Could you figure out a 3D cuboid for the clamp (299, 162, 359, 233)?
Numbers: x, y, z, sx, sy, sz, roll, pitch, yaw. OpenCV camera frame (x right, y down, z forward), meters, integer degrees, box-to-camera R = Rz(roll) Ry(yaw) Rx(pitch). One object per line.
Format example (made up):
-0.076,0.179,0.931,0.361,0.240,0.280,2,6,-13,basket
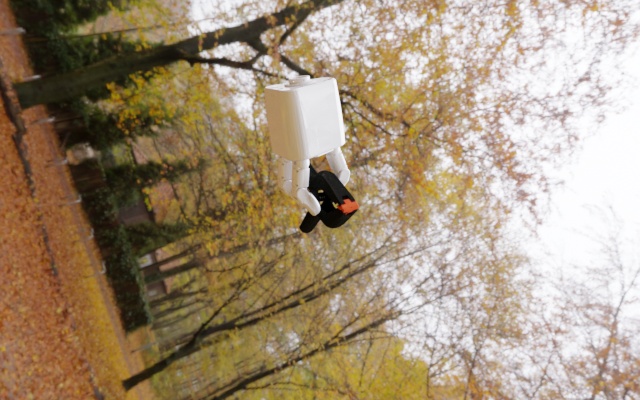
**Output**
0.001,0.002,0.797,0.036,0.165,0.210,-17,23,-23,clamp
